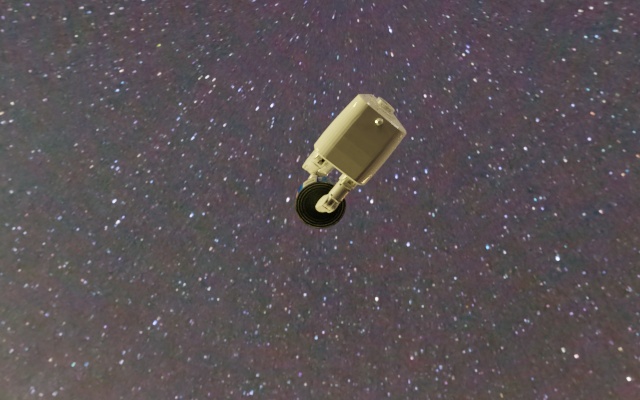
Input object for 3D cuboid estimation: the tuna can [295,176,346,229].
[{"bbox_3d":[0.000,0.002,0.813,0.086,0.086,0.033,0,23,0],"label":"tuna can"}]
